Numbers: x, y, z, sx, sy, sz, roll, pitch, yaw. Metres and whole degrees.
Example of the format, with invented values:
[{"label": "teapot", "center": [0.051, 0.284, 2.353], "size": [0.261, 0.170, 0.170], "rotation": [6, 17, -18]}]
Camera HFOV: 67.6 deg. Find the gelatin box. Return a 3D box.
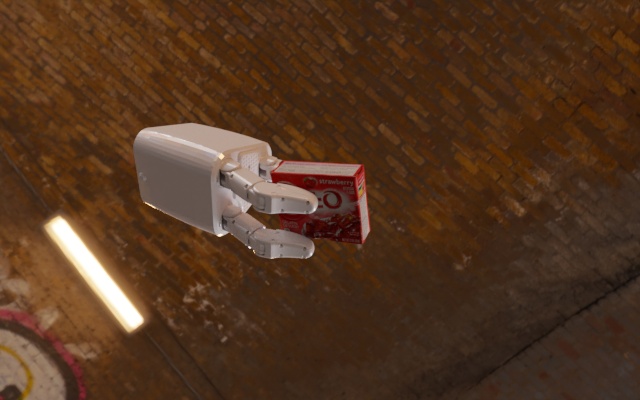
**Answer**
[{"label": "gelatin box", "center": [0.001, 0.001, 0.461], "size": [0.089, 0.073, 0.030], "rotation": [5, 31, 23]}]
